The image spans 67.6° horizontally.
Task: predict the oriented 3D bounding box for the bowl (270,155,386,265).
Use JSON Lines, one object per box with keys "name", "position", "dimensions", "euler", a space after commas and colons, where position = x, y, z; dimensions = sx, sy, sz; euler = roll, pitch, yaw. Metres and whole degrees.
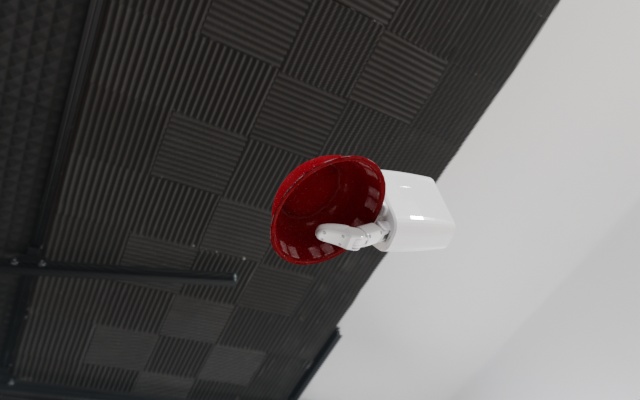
{"name": "bowl", "position": [-0.001, 0.001, 0.593], "dimensions": [0.162, 0.162, 0.055], "euler": [0, 35, -37]}
